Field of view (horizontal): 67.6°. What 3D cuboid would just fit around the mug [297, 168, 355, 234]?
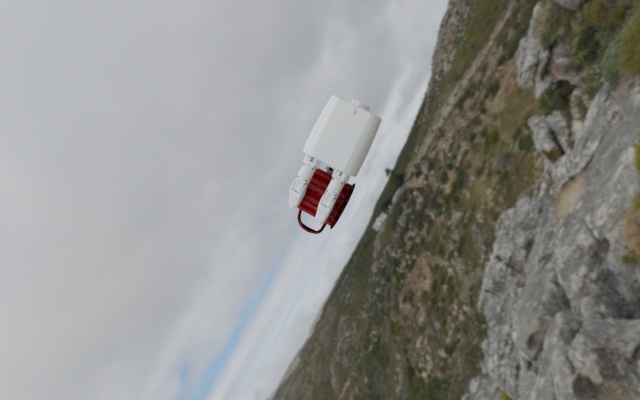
[{"bbox_3d":[-0.001,0.004,0.856,0.081,0.117,0.093,28,7,8],"label":"mug"}]
